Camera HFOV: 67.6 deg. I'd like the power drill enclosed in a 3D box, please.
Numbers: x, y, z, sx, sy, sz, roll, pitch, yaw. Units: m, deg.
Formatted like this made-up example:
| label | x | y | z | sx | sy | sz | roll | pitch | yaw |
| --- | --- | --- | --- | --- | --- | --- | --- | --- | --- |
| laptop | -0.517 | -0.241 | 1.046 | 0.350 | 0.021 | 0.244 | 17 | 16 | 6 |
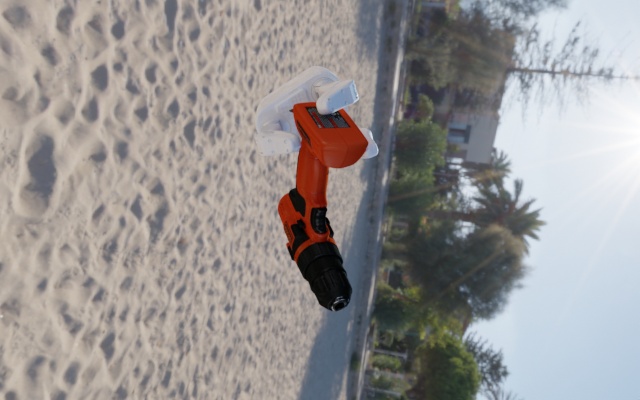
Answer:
| label | x | y | z | sx | sy | sz | roll | pitch | yaw |
| --- | --- | --- | --- | --- | --- | --- | --- | --- | --- |
| power drill | 0.000 | 0.001 | 0.525 | 0.057 | 0.188 | 0.184 | -5 | 39 | -22 |
